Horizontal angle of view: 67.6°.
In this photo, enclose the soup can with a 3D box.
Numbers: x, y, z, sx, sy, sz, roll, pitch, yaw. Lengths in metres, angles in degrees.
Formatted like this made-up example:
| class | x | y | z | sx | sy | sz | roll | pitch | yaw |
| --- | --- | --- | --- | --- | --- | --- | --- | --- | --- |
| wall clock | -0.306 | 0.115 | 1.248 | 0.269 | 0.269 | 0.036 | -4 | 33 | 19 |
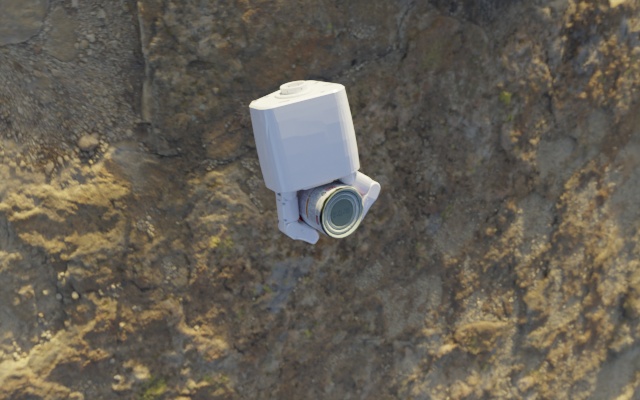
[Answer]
| class | x | y | z | sx | sy | sz | roll | pitch | yaw |
| --- | --- | --- | --- | --- | --- | --- | --- | --- | --- |
| soup can | 0.000 | 0.003 | 0.620 | 0.068 | 0.068 | 0.102 | 0 | 16 | -36 |
